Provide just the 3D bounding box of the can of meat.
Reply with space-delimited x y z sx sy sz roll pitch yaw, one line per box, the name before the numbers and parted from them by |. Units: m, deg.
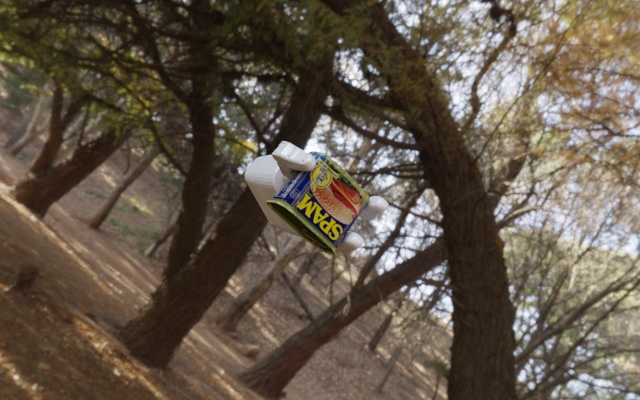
can of meat | 0.000 0.002 0.582 0.102 0.084 0.057 44 -18 -24
